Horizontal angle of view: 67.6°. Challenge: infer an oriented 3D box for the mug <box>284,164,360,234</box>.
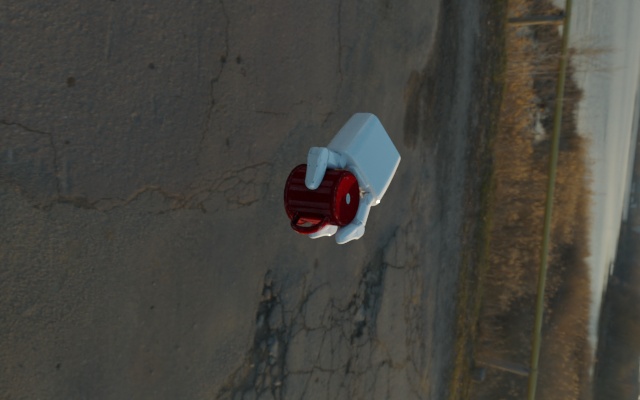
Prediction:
[{"bbox_3d":[0.000,0.003,0.695,0.081,0.093,0.117,6,46,32],"label":"mug"}]
